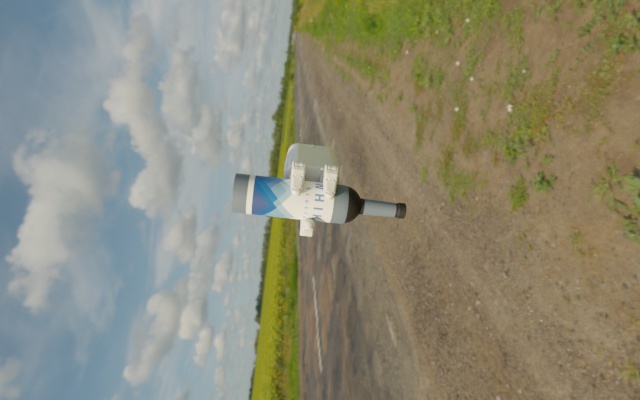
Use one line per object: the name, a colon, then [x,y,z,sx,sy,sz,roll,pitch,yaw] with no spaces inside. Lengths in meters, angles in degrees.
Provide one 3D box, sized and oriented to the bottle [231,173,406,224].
bottle: [0.000,0.003,0.817,0.296,0.069,0.069,6,-1,-5]
